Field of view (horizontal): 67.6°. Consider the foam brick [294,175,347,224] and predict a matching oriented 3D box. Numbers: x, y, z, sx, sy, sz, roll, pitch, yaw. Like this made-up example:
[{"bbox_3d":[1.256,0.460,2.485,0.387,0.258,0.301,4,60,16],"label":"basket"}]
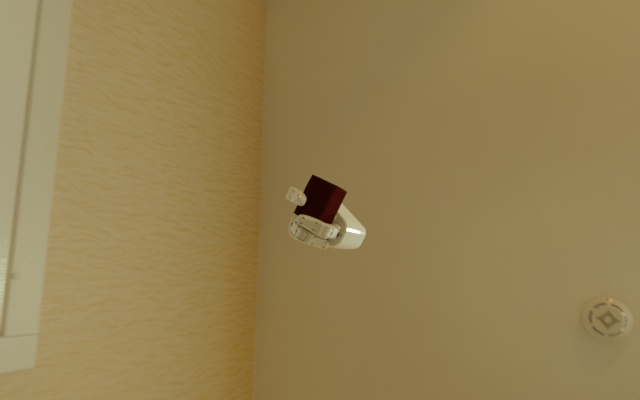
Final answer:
[{"bbox_3d":[0.000,0.002,0.828,0.053,0.078,0.051,29,5,28],"label":"foam brick"}]
